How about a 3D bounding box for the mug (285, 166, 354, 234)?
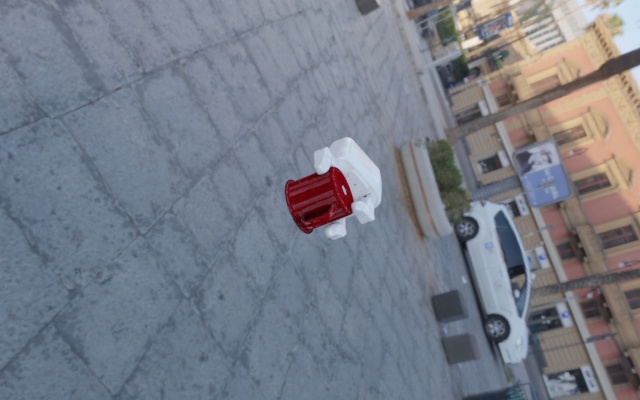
[{"bbox_3d":[0.000,0.003,0.741,0.081,0.093,0.117,-21,25,19],"label":"mug"}]
